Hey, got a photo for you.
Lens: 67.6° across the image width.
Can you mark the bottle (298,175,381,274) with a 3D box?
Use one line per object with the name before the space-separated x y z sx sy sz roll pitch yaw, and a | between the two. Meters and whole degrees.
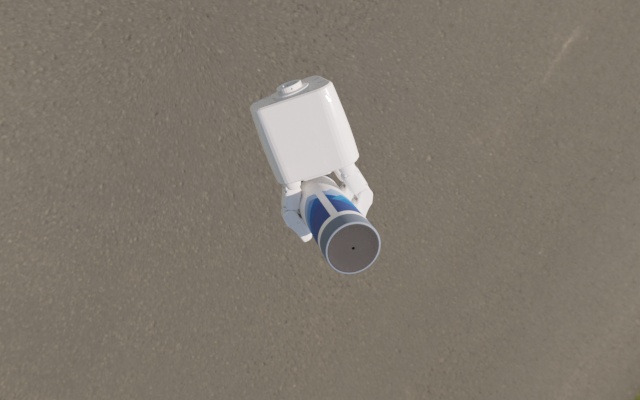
bottle | 0.000 0.002 0.673 0.069 0.069 0.295 0 21 -16
